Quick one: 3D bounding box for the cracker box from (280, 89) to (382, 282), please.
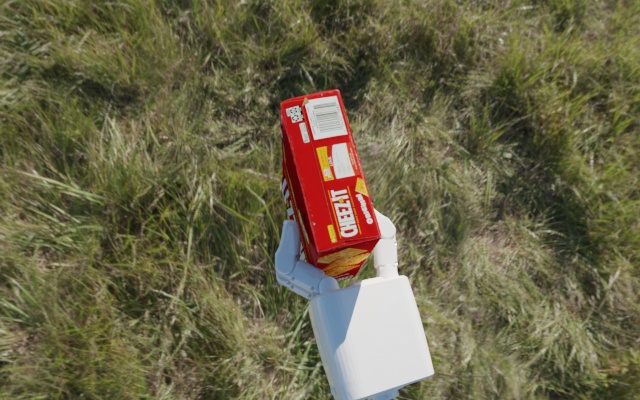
[{"bbox_3d":[0.000,0.002,0.554,0.072,0.164,0.214,-12,-18,-8],"label":"cracker box"}]
